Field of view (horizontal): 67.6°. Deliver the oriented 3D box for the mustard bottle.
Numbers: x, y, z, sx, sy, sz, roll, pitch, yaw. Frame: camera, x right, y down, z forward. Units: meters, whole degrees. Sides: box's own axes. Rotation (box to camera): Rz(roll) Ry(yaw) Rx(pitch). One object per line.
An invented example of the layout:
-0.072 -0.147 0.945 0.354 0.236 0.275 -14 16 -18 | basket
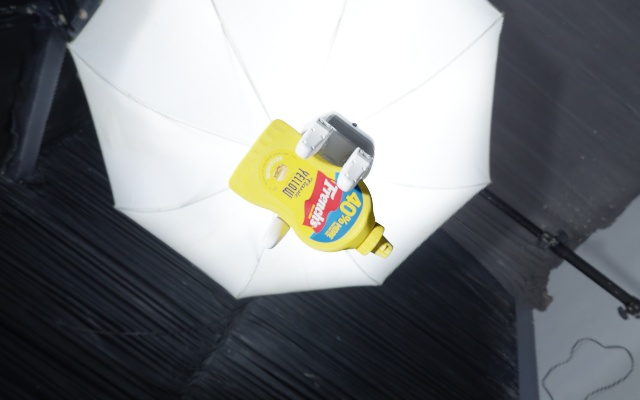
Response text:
0.000 0.002 0.531 0.191 0.096 0.058 37 -2 -3 | mustard bottle
